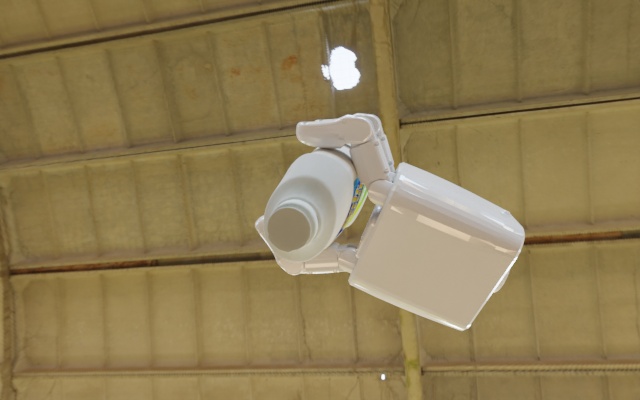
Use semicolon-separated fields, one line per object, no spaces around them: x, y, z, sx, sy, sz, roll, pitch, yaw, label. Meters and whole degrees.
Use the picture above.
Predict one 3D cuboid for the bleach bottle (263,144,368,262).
0.000;0.001;0.415;0.068;0.102;0.250;24;15;5;bleach bottle
